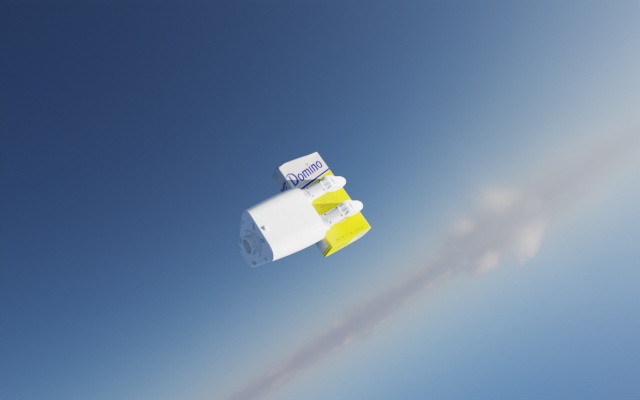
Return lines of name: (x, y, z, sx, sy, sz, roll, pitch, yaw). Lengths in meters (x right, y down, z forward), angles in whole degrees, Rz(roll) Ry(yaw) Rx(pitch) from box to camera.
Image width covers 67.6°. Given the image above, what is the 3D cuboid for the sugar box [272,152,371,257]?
sugar box: (0.000, 0.003, 0.845, 0.093, 0.176, 0.048, -25, -17, -33)
